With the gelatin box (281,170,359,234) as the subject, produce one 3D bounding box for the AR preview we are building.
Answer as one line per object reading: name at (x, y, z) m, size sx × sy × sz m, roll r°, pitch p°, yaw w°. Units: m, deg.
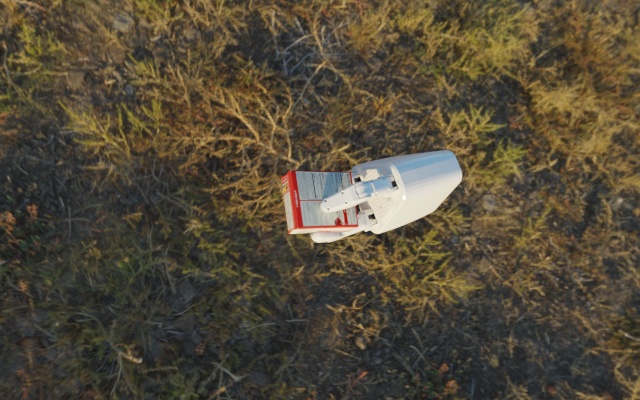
gelatin box at (0.000, 0.002, 0.589) m, size 0.089 × 0.073 × 0.030 m, roll 0°, pitch -16°, yaw -29°
